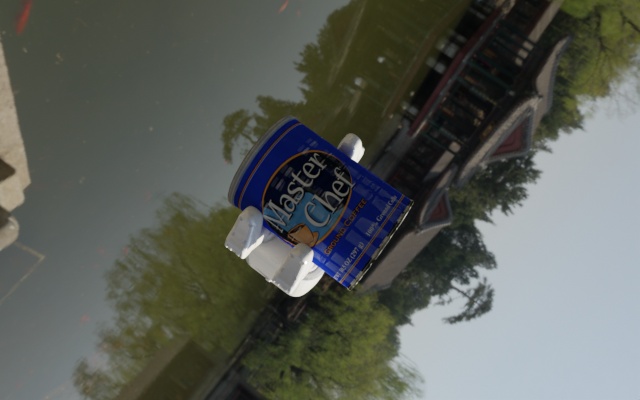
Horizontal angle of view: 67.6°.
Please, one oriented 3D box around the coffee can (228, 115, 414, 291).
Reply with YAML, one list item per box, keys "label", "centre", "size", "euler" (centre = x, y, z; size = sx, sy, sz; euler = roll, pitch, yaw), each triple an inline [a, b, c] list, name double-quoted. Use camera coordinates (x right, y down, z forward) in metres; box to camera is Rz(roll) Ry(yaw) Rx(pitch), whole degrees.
- label: "coffee can"
  centre: [0.000, 0.001, 0.448]
  size: [0.140, 0.103, 0.103]
  euler: [36, 4, 6]
